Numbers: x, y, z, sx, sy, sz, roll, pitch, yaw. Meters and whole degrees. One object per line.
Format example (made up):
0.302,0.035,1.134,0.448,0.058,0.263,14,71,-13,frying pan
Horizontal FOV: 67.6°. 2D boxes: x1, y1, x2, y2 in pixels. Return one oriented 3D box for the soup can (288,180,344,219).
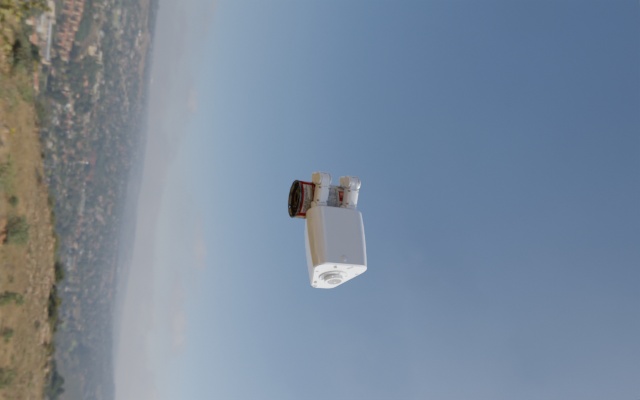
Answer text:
0.000,0.002,0.857,0.102,0.068,0.068,7,-3,-20,soup can
